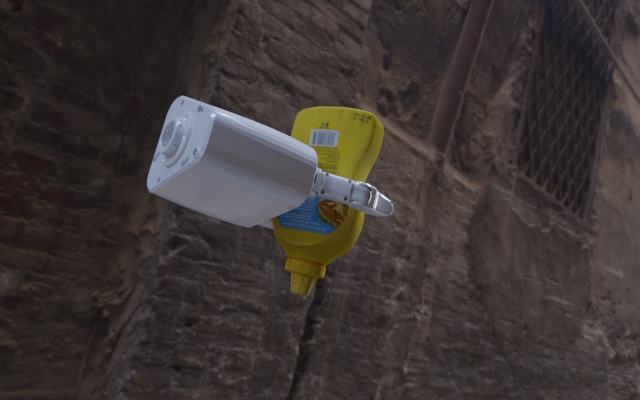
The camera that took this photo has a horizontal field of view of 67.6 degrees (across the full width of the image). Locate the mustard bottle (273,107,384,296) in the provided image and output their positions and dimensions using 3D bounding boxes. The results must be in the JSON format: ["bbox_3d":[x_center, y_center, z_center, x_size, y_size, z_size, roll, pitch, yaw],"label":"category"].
[{"bbox_3d":[0.000,0.001,0.492,0.096,0.191,0.058,8,-12,27],"label":"mustard bottle"}]
